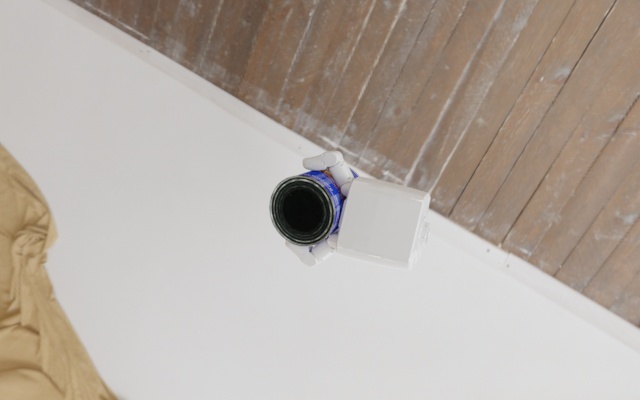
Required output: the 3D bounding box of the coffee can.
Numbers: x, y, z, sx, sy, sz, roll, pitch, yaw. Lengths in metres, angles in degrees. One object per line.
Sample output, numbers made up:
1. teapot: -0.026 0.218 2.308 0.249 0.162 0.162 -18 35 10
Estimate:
1. coffee can: 0.000 0.002 0.728 0.103 0.103 0.140 0 11 24
